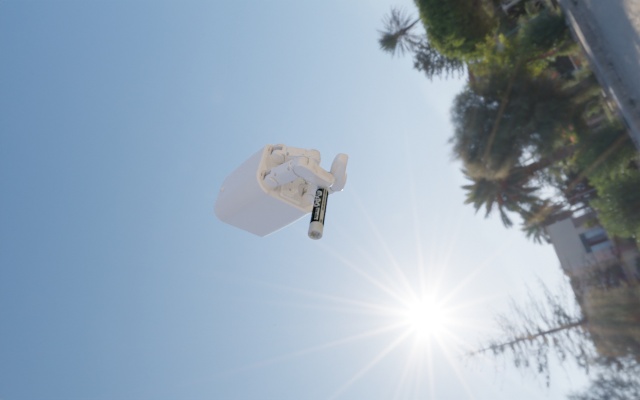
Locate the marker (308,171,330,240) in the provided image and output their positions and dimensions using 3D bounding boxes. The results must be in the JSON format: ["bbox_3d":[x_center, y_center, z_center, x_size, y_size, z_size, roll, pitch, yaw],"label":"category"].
[{"bbox_3d":[0.000,0.002,0.637,0.020,0.020,0.121,0,43,9],"label":"marker"}]
